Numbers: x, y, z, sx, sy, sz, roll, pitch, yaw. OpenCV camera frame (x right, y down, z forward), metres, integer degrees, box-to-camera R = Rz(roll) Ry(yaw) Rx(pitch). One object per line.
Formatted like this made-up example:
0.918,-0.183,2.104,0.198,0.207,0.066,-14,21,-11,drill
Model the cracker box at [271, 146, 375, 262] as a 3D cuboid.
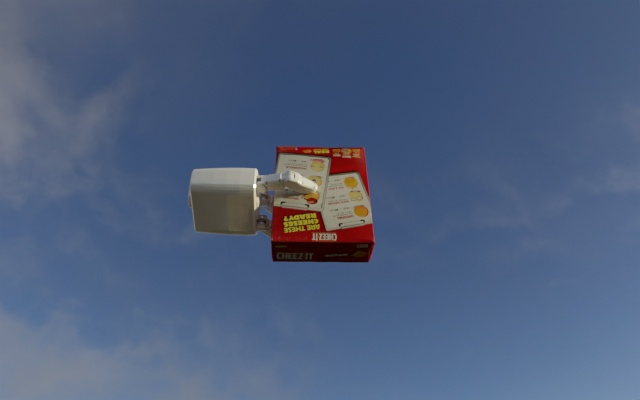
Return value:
0.000,0.002,0.828,0.164,0.213,0.072,1,-39,-3,cracker box
